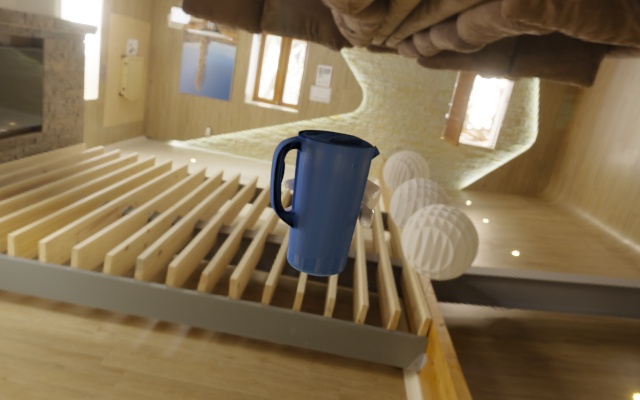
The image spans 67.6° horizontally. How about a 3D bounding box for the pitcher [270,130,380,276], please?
[{"bbox_3d":[0.000,0.003,0.828,0.149,0.243,0.145,15,17,18],"label":"pitcher"}]
